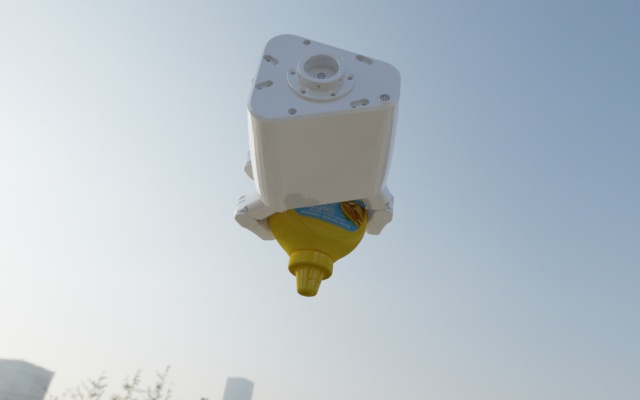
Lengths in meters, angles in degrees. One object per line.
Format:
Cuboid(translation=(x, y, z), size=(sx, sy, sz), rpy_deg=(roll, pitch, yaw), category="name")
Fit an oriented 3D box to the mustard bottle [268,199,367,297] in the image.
Cuboid(translation=(0.000, 0.001, 0.468), size=(0.096, 0.191, 0.058), rpy_deg=(20, -35, -17), category="mustard bottle")
